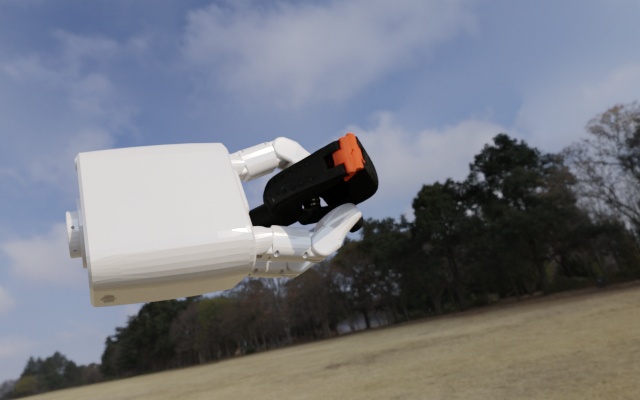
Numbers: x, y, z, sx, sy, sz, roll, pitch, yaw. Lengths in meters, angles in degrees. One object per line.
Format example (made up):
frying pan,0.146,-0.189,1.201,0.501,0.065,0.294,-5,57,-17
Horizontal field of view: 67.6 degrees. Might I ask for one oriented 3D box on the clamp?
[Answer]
clamp,0.000,0.000,0.418,0.164,0.036,0.210,-6,-18,-27
